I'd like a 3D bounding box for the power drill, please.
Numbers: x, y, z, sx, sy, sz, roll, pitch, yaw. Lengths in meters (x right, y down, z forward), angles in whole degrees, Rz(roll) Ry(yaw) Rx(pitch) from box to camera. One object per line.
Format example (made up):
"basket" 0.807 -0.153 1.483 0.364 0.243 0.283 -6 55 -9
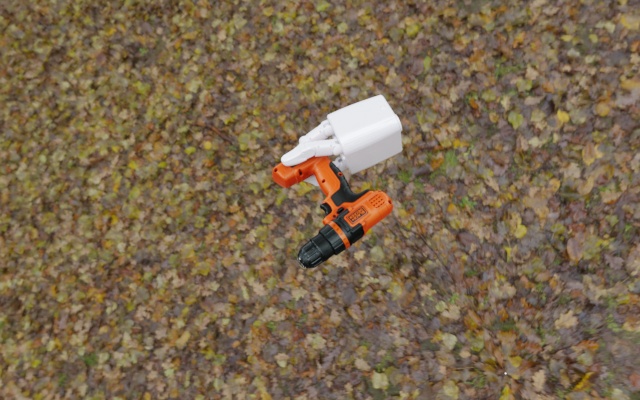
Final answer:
"power drill" 0.000 0.002 0.811 0.184 0.187 0.057 -35 -23 -14
